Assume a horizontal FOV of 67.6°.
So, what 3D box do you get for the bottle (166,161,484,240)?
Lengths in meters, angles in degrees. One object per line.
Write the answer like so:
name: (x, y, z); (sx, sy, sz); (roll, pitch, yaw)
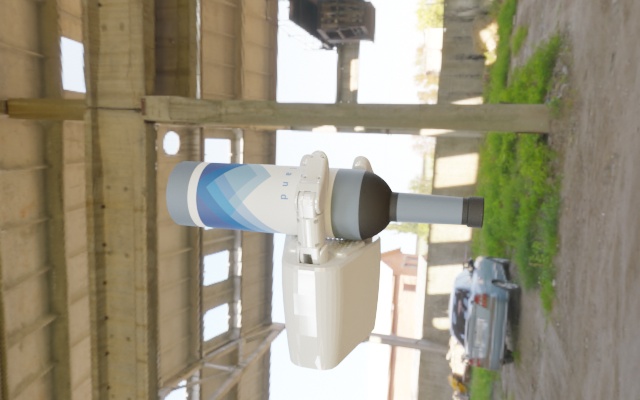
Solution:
bottle: (0.000, 0.001, 0.455); (0.295, 0.069, 0.069); (4, 1, 16)
